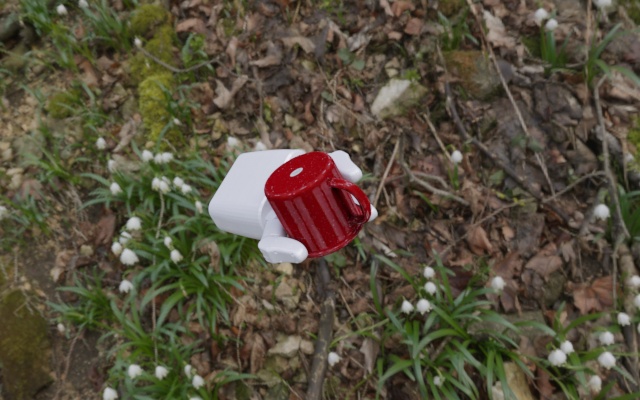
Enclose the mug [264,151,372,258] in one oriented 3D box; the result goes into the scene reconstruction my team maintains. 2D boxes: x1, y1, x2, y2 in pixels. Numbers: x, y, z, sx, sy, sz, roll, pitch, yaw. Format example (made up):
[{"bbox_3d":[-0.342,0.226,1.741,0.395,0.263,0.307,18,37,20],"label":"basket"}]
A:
[{"bbox_3d":[0.001,0.002,0.509,0.117,0.081,0.093,2,42,41],"label":"mug"}]
